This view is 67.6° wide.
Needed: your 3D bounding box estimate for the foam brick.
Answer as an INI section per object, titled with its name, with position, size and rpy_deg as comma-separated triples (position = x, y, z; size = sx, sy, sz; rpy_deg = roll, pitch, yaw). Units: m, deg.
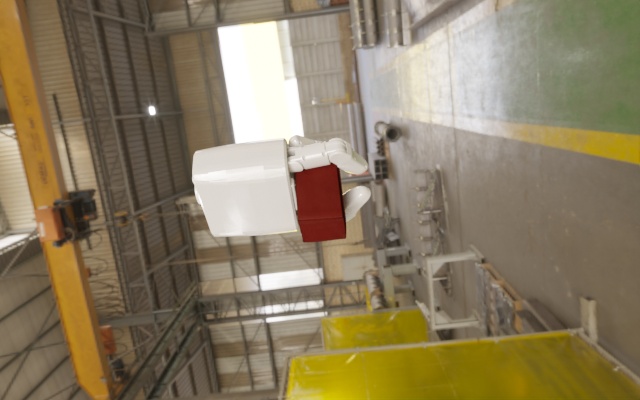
[foam brick]
position = 0.000, 0.002, 0.543
size = 0.051, 0.078, 0.053
rpy_deg = -6, -33, 1
